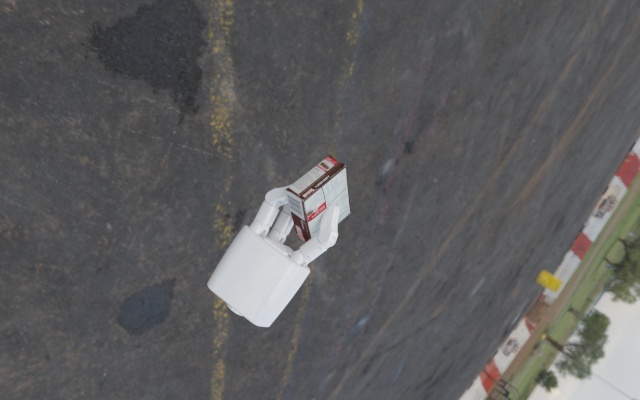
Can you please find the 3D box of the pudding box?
[{"bbox_3d":[0.000,0.002,0.707,0.039,0.114,0.090,35,62,29],"label":"pudding box"}]
